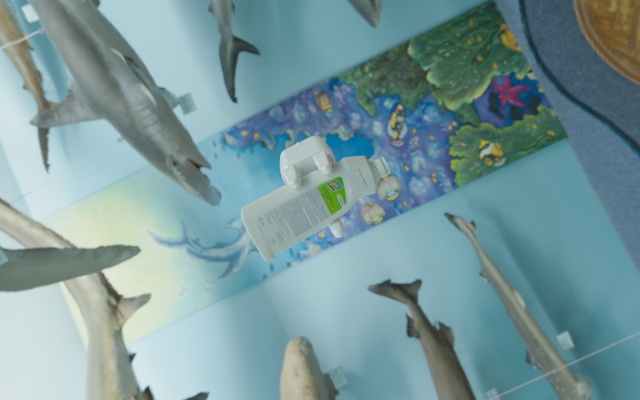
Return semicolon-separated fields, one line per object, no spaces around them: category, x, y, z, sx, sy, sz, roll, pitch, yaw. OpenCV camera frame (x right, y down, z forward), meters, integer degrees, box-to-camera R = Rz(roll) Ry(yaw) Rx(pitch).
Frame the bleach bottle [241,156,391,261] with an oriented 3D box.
bleach bottle;0.000;0.003;0.794;0.251;0.103;0.068;-26;24;2
